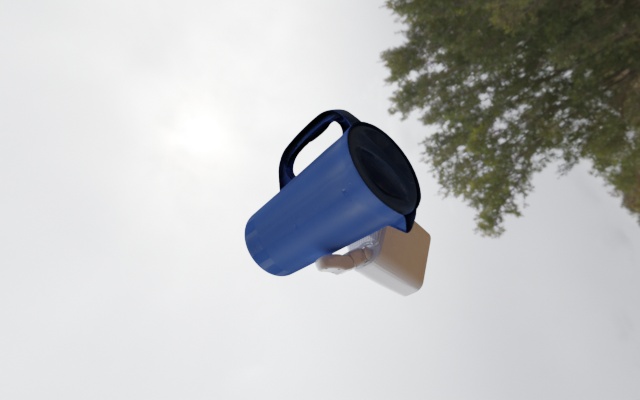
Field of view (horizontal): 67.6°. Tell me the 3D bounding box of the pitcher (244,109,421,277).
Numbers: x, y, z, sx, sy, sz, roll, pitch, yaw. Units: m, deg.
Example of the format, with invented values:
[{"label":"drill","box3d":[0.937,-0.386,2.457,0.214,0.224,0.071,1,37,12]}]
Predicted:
[{"label":"pitcher","box3d":[0.000,0.002,0.654,0.145,0.149,0.243,32,-48,-29]}]
